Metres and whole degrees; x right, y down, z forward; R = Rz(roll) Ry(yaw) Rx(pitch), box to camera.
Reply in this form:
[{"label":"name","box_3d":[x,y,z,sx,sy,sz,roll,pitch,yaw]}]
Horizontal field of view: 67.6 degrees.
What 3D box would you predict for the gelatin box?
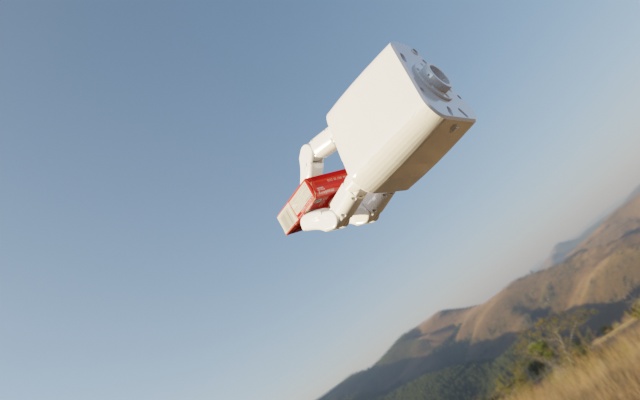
[{"label":"gelatin box","box_3d":[0.000,0.002,0.557,0.073,0.030,0.089,-14,-23,-36]}]
